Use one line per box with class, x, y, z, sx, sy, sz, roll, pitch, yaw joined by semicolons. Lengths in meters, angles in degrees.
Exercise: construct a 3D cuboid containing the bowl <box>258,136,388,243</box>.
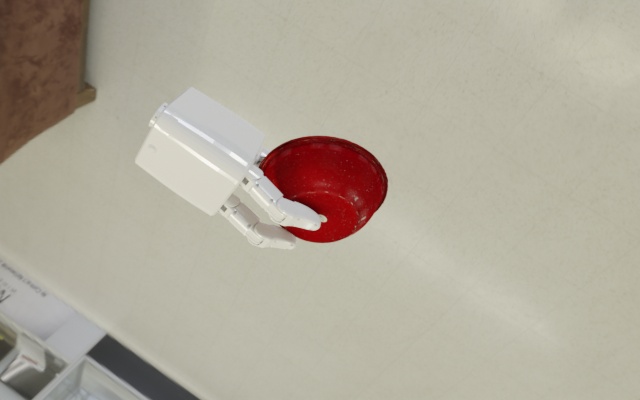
bowl;0.001;0.003;0.568;0.162;0.055;0.162;2;-43;2
